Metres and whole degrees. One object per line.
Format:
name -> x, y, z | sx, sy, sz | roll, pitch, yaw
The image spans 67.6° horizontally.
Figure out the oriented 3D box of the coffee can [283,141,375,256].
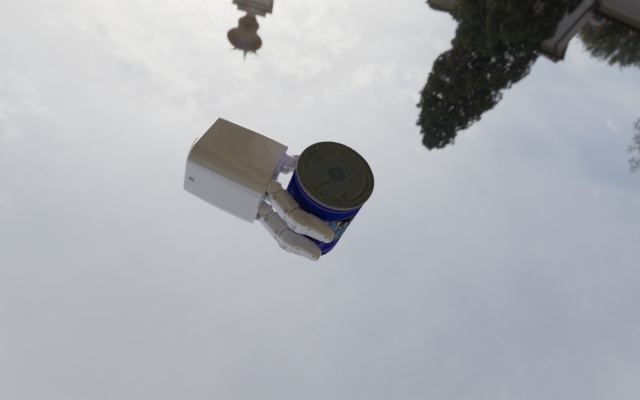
coffee can -> 0.000, 0.002, 0.653 | 0.103, 0.102, 0.140 | 0, -32, -20
